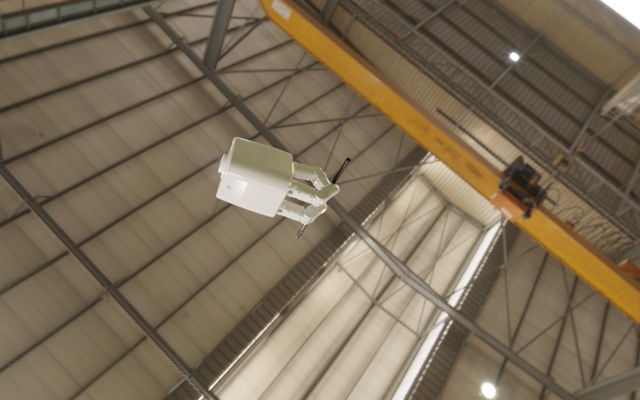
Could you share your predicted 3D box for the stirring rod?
[{"bbox_3d":[0.000,0.003,0.874,0.011,0.011,0.240,0,-36,-28],"label":"stirring rod"}]
